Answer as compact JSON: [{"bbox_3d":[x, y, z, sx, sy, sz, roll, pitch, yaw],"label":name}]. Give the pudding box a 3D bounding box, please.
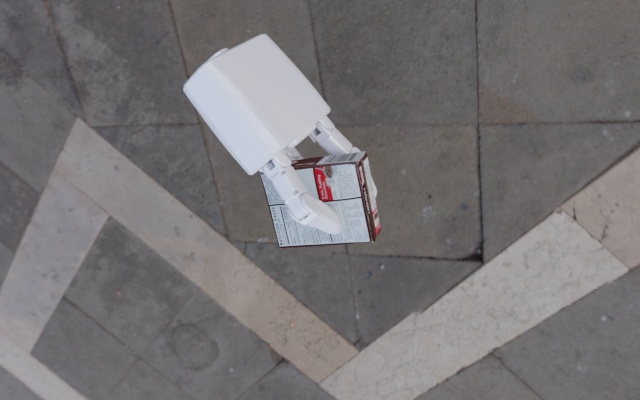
[{"bbox_3d":[0.000,0.002,0.504,0.113,0.090,0.039,-5,19,24],"label":"pudding box"}]
